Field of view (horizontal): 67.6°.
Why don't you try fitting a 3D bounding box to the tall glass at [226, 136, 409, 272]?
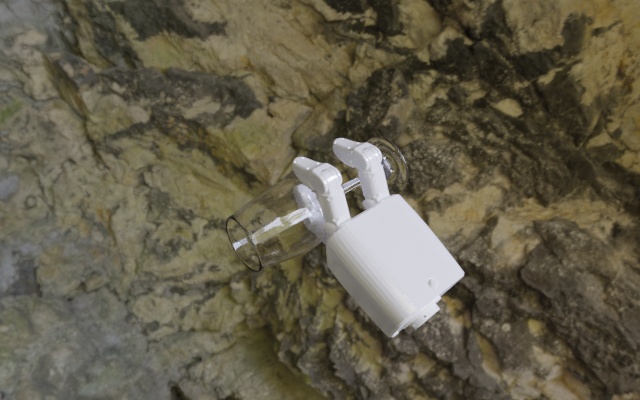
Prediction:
[{"bbox_3d":[0.001,0.001,0.514,0.201,0.079,0.079,-29,14,-28],"label":"tall glass"}]
